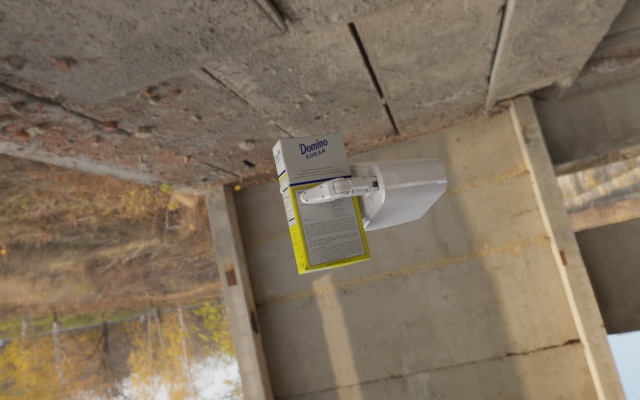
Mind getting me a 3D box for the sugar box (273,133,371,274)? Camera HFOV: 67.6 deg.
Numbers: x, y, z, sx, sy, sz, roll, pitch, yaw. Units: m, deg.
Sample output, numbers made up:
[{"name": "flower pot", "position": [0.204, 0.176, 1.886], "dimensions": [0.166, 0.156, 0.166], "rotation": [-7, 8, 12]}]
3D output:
[{"name": "sugar box", "position": [0.000, 0.002, 0.638], "dimensions": [0.093, 0.176, 0.048], "rotation": [-8, -11, -22]}]
